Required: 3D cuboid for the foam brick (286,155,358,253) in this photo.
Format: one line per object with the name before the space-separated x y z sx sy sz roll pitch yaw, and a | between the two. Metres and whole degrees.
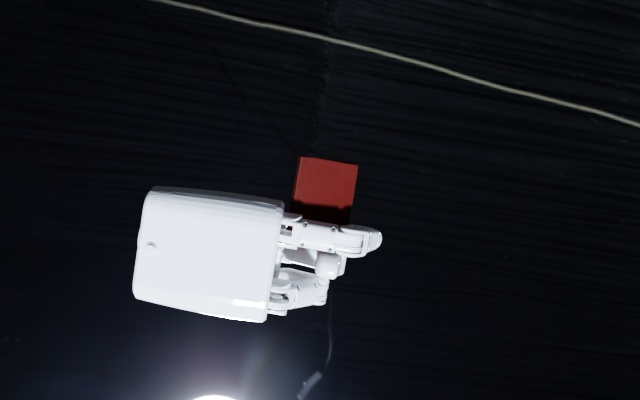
foam brick | 0.000 0.001 0.415 0.051 0.078 0.053 10 4 -1
